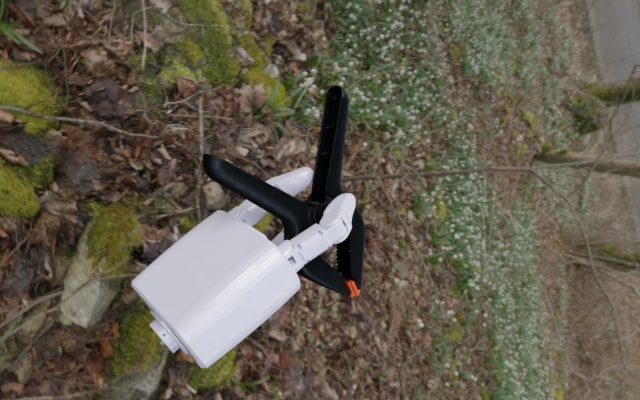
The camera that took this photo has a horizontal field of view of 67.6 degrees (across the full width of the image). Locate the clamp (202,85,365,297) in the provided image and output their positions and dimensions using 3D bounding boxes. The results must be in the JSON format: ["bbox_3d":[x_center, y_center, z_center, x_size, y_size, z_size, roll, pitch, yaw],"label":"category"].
[{"bbox_3d":[0.001,0.002,0.473,0.164,0.210,0.036,-41,27,-25],"label":"clamp"}]
